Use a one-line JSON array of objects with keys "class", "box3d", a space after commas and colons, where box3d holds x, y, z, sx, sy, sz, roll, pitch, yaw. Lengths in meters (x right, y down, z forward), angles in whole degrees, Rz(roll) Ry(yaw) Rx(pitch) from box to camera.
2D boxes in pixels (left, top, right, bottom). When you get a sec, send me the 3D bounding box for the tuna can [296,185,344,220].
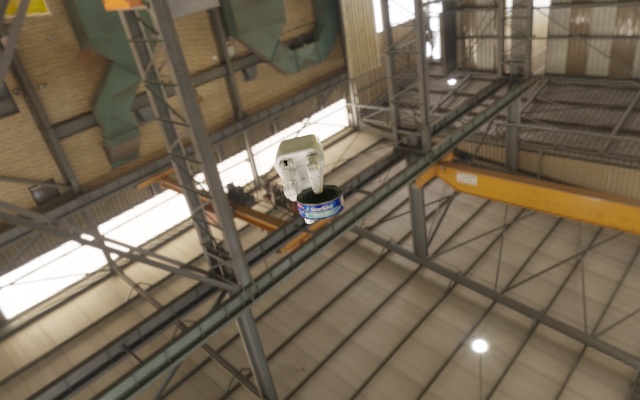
[{"class": "tuna can", "box3d": [0.000, 0.003, 0.876, 0.086, 0.034, 0.086, -9, 23, 4]}]
